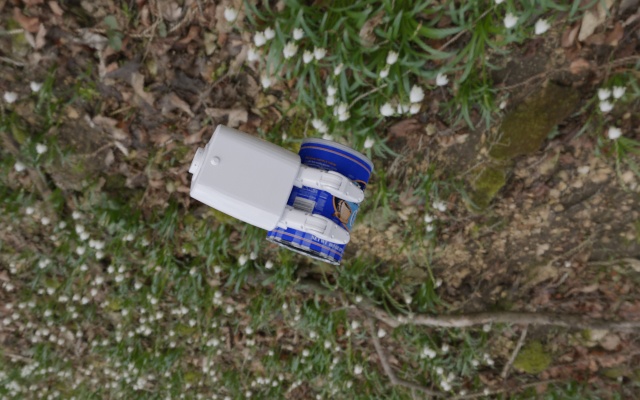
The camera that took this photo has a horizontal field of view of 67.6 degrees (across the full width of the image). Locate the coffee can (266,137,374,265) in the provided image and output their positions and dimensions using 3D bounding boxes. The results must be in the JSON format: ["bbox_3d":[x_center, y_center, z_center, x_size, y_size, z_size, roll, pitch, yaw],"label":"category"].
[{"bbox_3d":[0.000,0.002,0.633,0.103,0.140,0.103,19,-10,4],"label":"coffee can"}]
